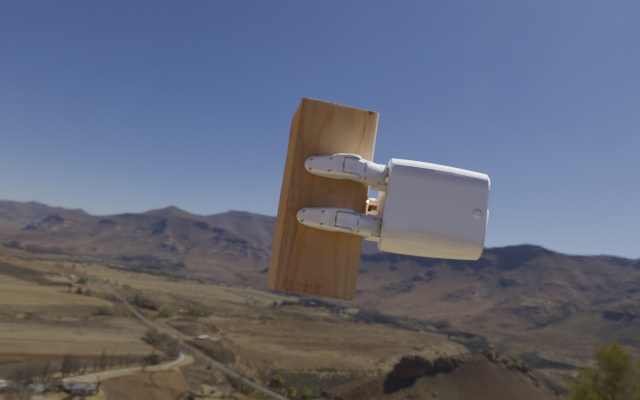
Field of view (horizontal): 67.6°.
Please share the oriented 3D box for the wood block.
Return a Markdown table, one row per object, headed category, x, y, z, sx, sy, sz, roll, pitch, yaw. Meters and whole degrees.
| category | x | y | z | sx | sy | sz | roll | pitch | yaw |
| --- | --- | --- | --- | --- | --- | --- | --- | --- | --- |
| wood block | 0.000 | 0.002 | 0.548 | 0.090 | 0.206 | 0.091 | 10 | -7 | -9 |
